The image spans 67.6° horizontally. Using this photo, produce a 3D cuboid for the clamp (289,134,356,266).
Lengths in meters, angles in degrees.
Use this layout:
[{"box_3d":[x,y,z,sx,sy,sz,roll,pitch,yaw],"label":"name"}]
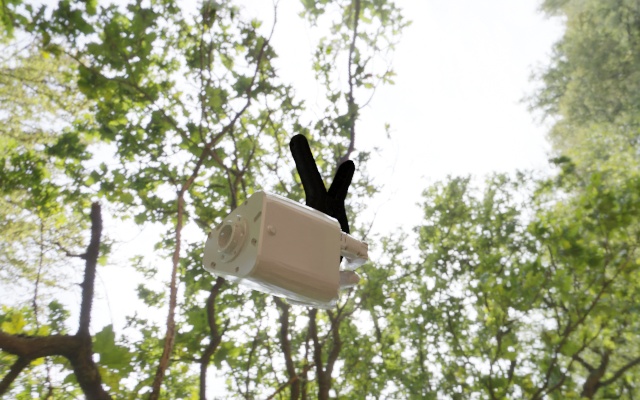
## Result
[{"box_3d":[0.000,0.002,0.593,0.120,0.171,0.039,26,-35,-38],"label":"clamp"}]
